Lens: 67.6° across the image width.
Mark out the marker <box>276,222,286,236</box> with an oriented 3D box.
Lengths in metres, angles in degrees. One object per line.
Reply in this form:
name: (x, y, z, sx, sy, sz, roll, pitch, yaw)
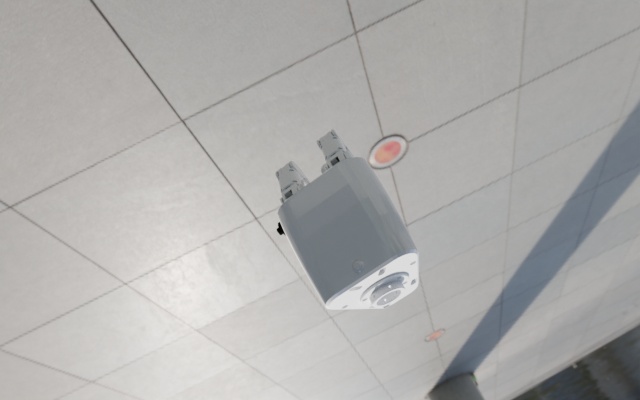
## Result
marker: (0.000, 0.002, 0.533, 0.121, 0.020, 0.020, -36, -9, 12)
